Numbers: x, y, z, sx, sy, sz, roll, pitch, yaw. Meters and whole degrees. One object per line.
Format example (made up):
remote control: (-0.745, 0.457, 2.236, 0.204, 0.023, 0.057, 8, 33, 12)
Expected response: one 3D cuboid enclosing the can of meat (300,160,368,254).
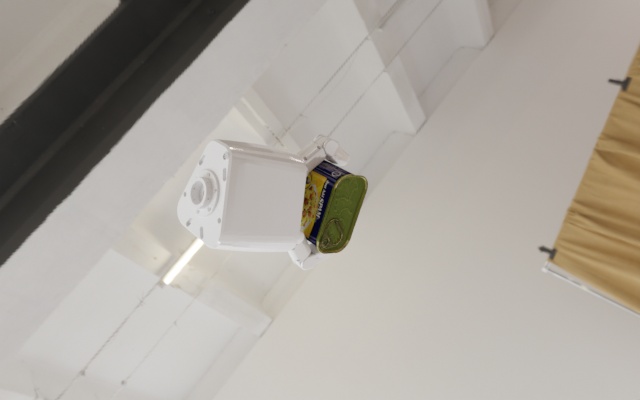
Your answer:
can of meat: (0.000, 0.002, 0.593, 0.057, 0.102, 0.084, 1, 22, -46)
